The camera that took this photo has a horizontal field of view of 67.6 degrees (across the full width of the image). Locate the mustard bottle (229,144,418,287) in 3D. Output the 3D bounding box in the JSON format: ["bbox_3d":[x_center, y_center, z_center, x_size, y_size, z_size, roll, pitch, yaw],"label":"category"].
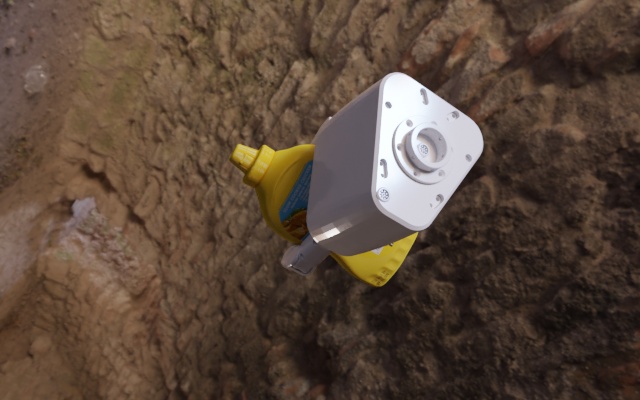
[{"bbox_3d":[0.000,0.002,0.464,0.191,0.096,0.058,30,1,-15],"label":"mustard bottle"}]
